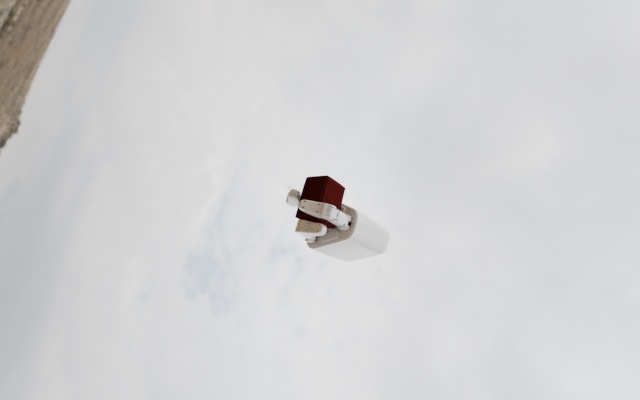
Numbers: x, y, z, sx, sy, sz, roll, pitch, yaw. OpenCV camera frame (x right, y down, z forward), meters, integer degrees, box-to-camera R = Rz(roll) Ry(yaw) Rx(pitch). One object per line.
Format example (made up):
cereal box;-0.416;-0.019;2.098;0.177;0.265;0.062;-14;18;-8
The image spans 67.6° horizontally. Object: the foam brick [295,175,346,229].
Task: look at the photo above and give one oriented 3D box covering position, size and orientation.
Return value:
foam brick;0.000;0.002;0.818;0.053;0.078;0.051;1;-20;45
